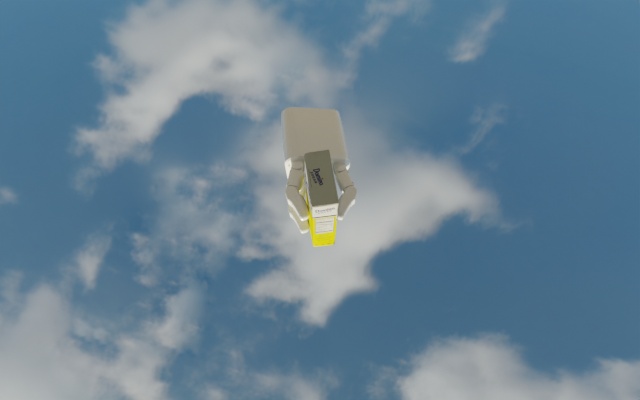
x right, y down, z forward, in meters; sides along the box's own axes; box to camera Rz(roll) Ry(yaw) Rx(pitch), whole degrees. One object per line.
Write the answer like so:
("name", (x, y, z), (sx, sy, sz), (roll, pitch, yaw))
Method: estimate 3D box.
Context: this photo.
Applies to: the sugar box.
("sugar box", (0.000, 0.003, 0.772), (0.048, 0.093, 0.176), (-9, -25, -1))
